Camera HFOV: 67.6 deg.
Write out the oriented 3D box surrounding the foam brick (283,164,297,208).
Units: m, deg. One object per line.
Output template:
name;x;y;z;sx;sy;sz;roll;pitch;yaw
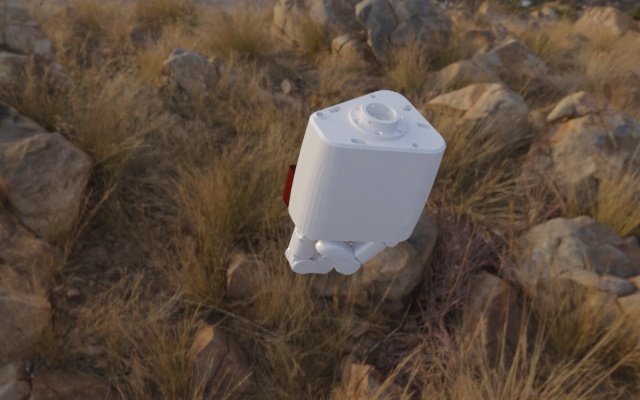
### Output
foam brick;0.000;0.002;0.504;0.053;0.051;0.078;-11;48;-24
